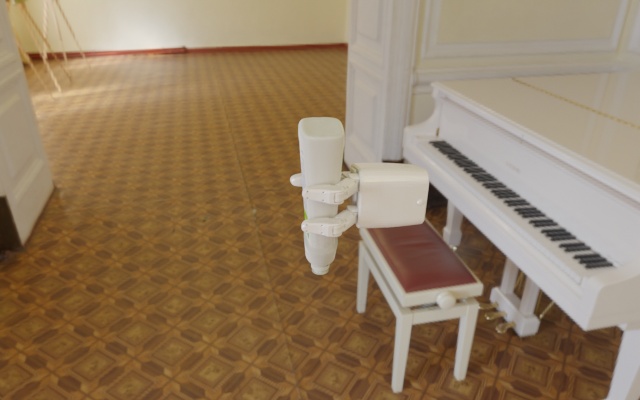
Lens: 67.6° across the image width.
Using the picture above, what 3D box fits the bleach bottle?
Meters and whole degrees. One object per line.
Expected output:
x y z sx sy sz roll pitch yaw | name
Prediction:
0.000 0.002 0.761 0.068 0.251 0.102 -1 27 -4 | bleach bottle
